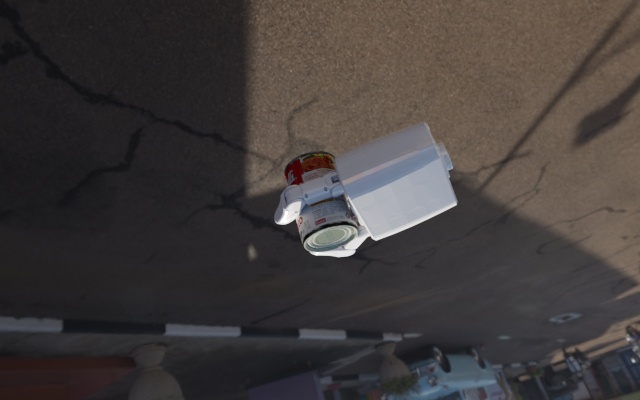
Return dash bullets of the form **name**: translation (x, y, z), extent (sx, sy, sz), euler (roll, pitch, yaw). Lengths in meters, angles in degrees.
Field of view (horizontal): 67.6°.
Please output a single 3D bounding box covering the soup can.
- **soup can**: translation (0.000, 0.002, 0.569), extent (0.068, 0.102, 0.068), euler (-12, -29, -7)
